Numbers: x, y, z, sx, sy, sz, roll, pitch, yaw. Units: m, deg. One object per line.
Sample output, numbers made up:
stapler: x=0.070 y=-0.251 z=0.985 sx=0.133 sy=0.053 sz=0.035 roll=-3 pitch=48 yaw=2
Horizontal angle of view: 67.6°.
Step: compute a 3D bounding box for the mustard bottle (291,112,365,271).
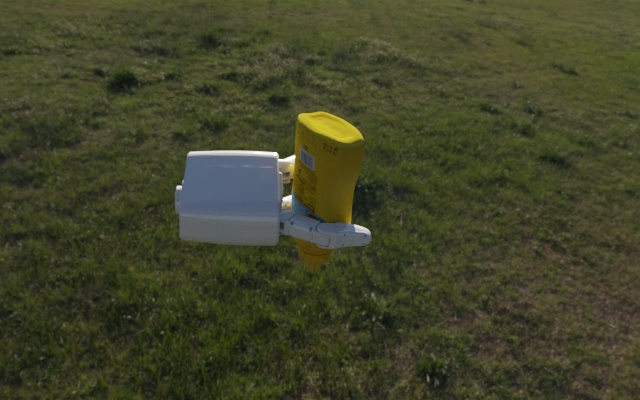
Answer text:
mustard bottle: x=0.000 y=0.002 z=0.557 sx=0.058 sy=0.192 sz=0.096 roll=-12 pitch=35 yaw=-30
